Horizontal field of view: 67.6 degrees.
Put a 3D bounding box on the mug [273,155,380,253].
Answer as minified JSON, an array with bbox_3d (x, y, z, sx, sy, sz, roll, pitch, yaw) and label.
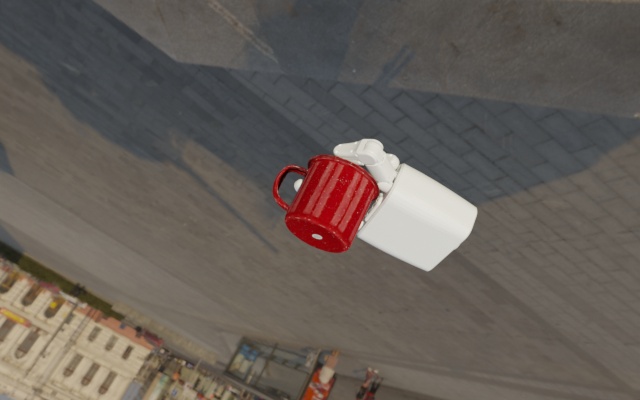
[{"bbox_3d":[-0.001,0.001,0.551,0.117,0.081,0.093,28,-24,-3],"label":"mug"}]
